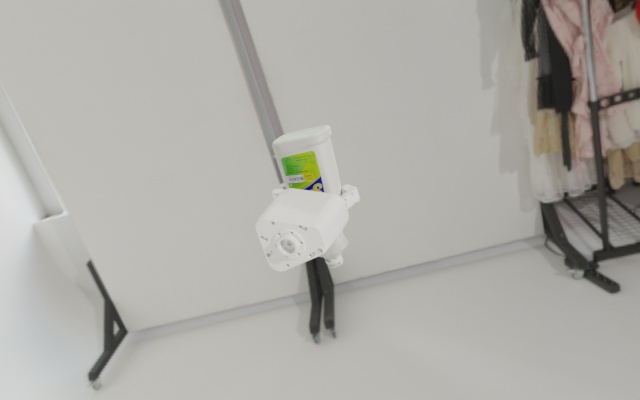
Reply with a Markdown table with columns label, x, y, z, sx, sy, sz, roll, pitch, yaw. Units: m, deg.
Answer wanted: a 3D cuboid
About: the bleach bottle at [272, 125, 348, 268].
| label | x | y | z | sx | sy | sz | roll | pitch | yaw |
| --- | --- | --- | --- | --- | --- | --- | --- | --- | --- |
| bleach bottle | 0.000 | 0.003 | 0.831 | 0.102 | 0.251 | 0.068 | -8 | 21 | 26 |
